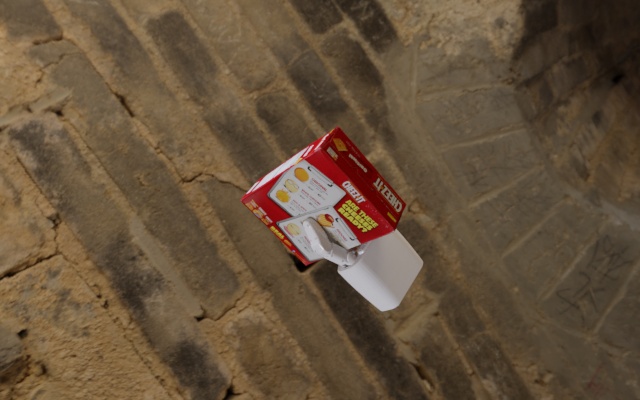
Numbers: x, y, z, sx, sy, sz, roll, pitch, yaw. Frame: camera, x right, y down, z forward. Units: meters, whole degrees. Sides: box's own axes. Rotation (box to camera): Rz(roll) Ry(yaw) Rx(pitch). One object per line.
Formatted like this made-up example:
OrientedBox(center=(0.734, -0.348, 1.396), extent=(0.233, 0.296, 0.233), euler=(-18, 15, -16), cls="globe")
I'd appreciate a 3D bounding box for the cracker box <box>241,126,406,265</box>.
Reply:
OrientedBox(center=(0.000, 0.003, 0.751), extent=(0.214, 0.164, 0.072), euler=(-28, 21, 45), cls="cracker box")
